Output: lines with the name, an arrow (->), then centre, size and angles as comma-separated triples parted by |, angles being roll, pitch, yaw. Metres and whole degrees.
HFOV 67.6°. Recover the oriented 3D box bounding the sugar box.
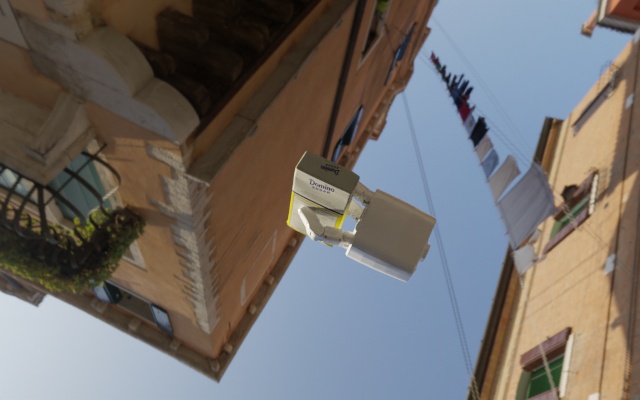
sugar box -> 0.000, 0.002, 0.774 | 0.093, 0.048, 0.176 | 26, -34, 6
